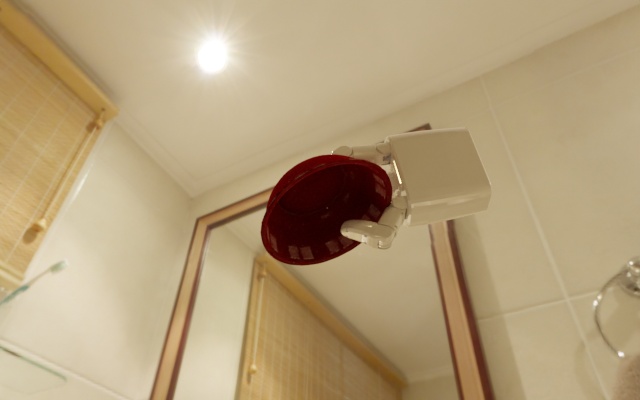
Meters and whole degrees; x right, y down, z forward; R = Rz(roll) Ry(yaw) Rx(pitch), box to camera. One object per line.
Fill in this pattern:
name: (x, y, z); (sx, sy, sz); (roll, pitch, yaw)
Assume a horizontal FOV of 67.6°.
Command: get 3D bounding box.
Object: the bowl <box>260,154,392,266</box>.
bowl: (-0.001, 0.002, 0.555); (0.162, 0.162, 0.055); (0, 41, -31)
